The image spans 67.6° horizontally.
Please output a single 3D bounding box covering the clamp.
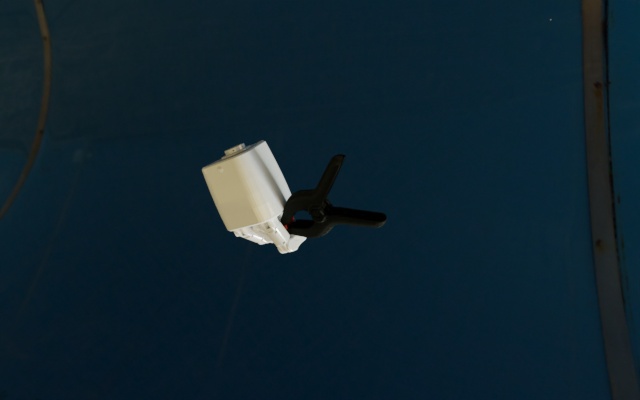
[{"bbox_3d":[0.000,0.002,0.700,0.171,0.120,0.039,-16,17,30],"label":"clamp"}]
